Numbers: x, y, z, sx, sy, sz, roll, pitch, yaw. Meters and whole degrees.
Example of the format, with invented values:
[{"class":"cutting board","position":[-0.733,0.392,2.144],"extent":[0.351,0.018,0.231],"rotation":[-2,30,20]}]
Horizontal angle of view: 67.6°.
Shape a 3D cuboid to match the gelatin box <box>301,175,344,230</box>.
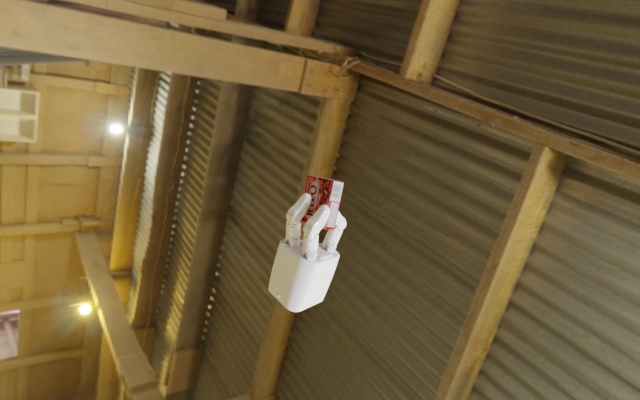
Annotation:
[{"class":"gelatin box","position":[0.001,0.003,0.873],"extent":[0.030,0.089,0.073],"rotation":[9,4,-42]}]
